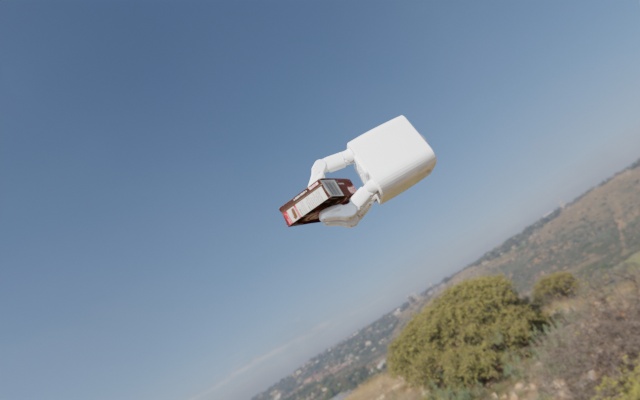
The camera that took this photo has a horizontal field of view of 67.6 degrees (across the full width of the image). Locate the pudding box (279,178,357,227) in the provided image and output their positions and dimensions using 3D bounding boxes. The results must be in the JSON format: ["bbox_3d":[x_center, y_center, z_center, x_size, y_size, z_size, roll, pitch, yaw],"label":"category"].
[{"bbox_3d":[0.000,0.002,0.768,0.090,0.039,0.113,-36,-16,24],"label":"pudding box"}]
